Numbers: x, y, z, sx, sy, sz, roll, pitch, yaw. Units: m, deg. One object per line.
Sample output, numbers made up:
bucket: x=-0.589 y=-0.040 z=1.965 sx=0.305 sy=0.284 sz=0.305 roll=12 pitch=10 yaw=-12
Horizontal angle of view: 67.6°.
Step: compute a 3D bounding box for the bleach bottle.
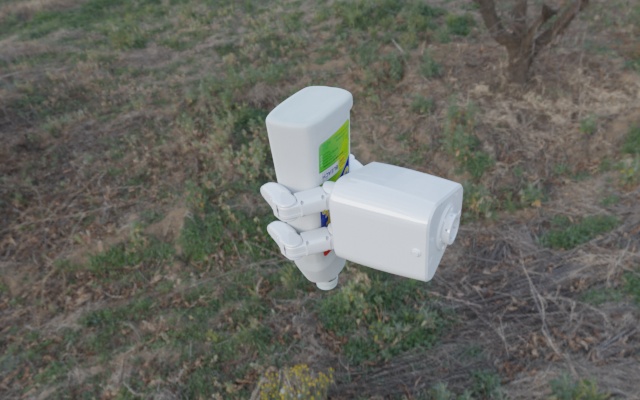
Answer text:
bleach bottle: x=0.000 y=0.002 z=0.567 sx=0.068 sy=0.251 sz=0.102 roll=15 pitch=41 yaw=29
